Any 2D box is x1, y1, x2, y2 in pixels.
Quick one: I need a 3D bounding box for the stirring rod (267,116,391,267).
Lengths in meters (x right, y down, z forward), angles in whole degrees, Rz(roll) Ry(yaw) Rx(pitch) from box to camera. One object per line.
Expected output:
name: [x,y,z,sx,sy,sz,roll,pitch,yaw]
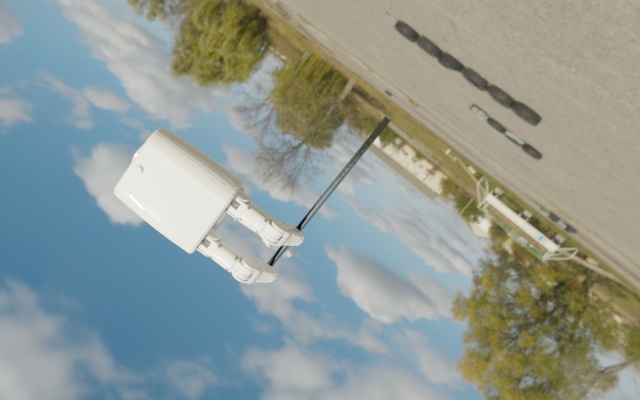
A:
stirring rod: [0.000,0.002,0.547,0.011,0.239,0.011,37,12,-9]
